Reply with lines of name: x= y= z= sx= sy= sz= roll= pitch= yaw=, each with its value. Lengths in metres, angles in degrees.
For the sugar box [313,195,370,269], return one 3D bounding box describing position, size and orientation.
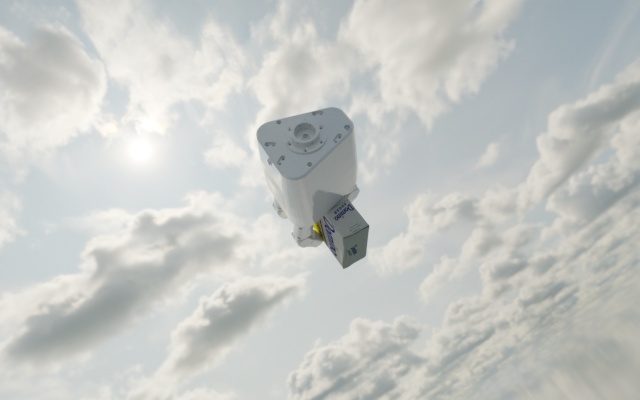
sugar box: x=0.000 y=0.002 z=0.667 sx=0.048 sy=0.176 sz=0.093 roll=-27 pitch=-30 yaw=-14
